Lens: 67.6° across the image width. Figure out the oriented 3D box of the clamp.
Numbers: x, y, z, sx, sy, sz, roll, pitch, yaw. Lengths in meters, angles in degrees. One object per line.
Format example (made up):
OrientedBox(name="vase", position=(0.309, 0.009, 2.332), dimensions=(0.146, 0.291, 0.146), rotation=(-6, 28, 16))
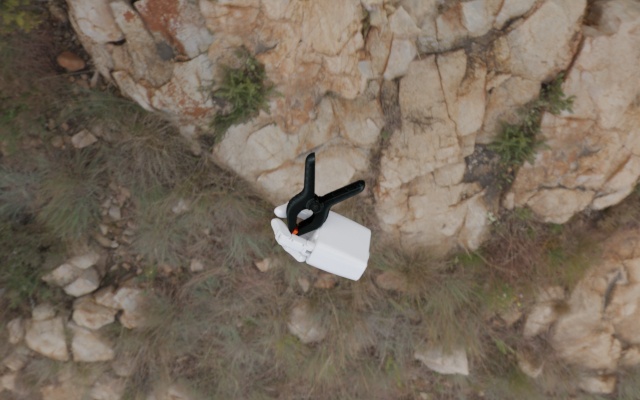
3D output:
OrientedBox(name="clamp", position=(0.000, 0.003, 0.870), dimensions=(0.120, 0.171, 0.039), rotation=(23, 30, -10))
